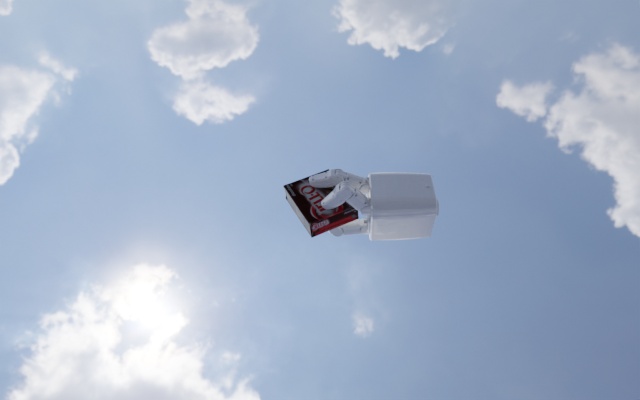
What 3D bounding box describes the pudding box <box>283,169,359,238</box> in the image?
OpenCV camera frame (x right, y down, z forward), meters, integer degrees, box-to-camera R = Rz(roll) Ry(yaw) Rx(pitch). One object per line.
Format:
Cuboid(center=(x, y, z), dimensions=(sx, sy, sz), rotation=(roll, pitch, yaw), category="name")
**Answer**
Cuboid(center=(0.000, 0.003, 0.811), dimensions=(0.090, 0.039, 0.113), rotation=(-20, 42, -17), category="pudding box")
